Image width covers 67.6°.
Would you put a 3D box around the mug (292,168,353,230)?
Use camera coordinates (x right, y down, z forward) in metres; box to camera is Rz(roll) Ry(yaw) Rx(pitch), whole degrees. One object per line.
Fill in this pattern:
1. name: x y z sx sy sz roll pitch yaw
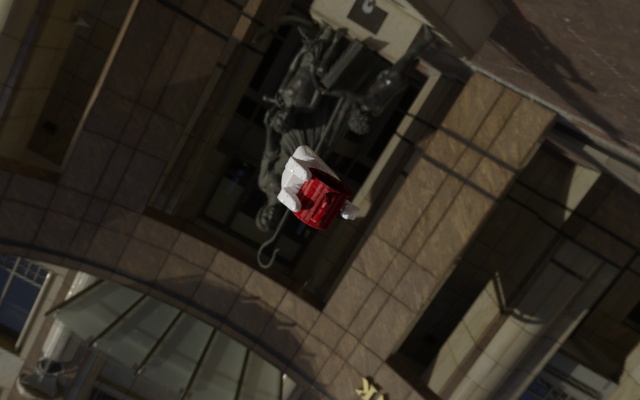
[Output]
1. mug: 0.000 0.003 0.852 0.093 0.081 0.117 27 15 -14
